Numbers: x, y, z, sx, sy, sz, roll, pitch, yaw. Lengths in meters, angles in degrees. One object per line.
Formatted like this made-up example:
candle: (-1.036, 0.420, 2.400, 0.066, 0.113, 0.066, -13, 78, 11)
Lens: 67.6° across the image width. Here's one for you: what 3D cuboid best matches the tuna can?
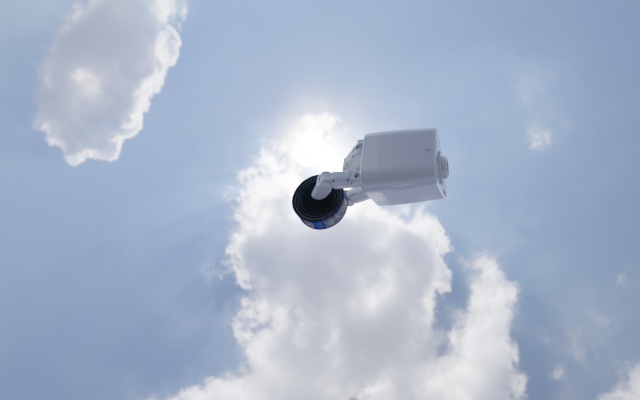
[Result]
tuna can: (0.000, 0.003, 0.755, 0.086, 0.086, 0.034, 0, -29, 20)
